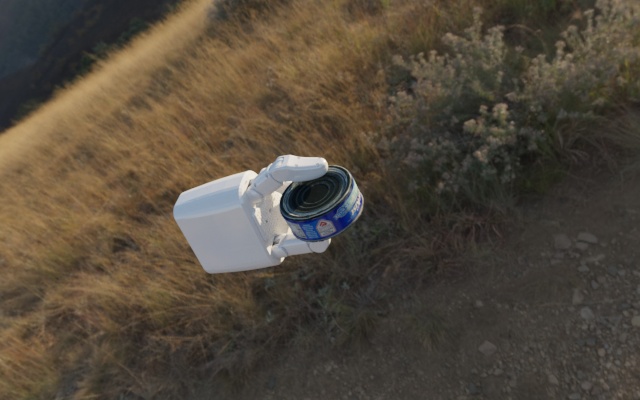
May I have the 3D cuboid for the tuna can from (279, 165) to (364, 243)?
[{"bbox_3d":[0.000,0.001,0.505,0.086,0.034,0.086,-18,37,14],"label":"tuna can"}]
